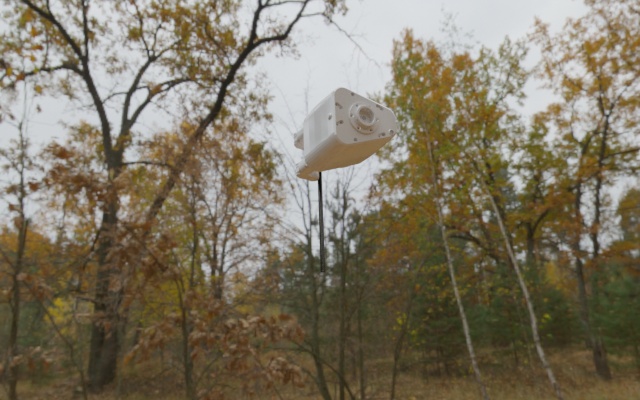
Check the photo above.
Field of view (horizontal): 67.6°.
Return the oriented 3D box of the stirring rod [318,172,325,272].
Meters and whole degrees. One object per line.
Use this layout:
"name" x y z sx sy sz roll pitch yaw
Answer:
"stirring rod" 0.000 0.003 0.823 0.011 0.239 0.011 -2 -16 -1
